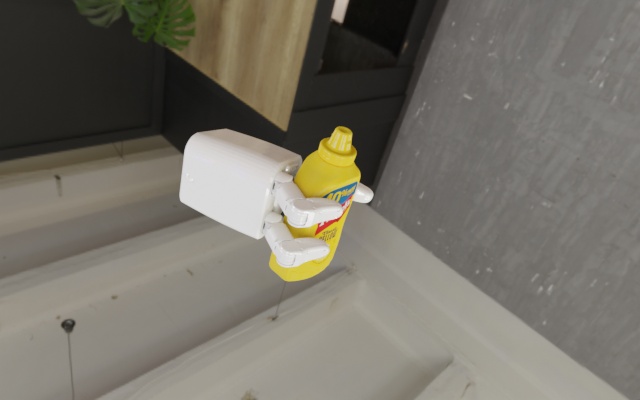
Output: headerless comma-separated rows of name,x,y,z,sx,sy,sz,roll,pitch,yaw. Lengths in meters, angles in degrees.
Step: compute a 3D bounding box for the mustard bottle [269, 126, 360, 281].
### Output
mustard bottle,0.000,0.002,0.555,0.058,0.192,0.096,38,38,28
